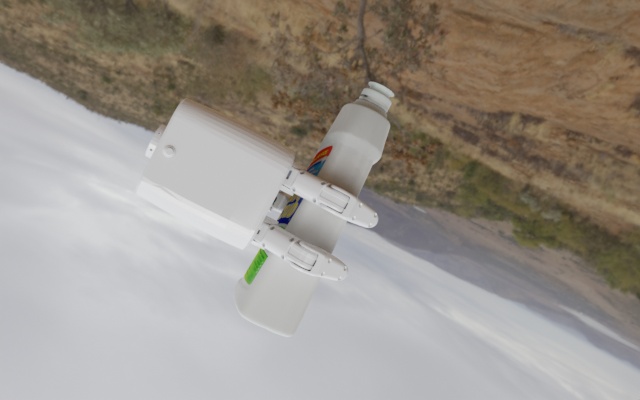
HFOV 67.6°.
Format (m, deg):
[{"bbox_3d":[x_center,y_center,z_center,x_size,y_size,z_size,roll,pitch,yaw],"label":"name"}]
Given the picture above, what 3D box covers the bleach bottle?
[{"bbox_3d":[0.000,0.002,0.474,0.068,0.251,0.102,27,0,-12],"label":"bleach bottle"}]
